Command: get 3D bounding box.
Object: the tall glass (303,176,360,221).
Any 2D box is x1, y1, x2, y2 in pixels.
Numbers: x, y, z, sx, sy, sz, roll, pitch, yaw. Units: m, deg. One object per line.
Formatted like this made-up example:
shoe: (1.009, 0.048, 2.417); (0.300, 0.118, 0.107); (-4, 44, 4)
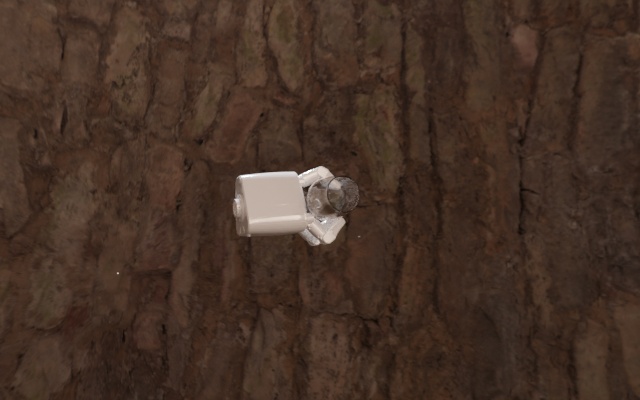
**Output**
tall glass: (0.000, 0.003, 0.877); (0.079, 0.079, 0.201); (0, -8, -23)
